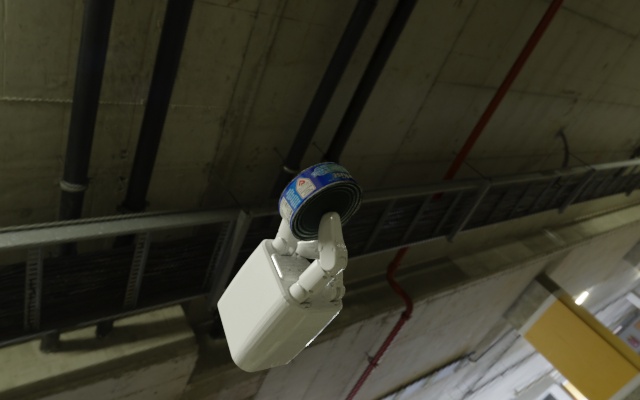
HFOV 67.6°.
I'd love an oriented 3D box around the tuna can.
[{"bbox_3d":[0.000,0.001,0.498,0.086,0.086,0.033,0,44,-43],"label":"tuna can"}]
